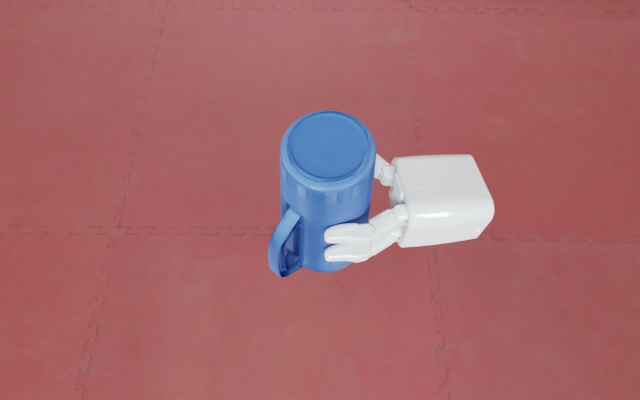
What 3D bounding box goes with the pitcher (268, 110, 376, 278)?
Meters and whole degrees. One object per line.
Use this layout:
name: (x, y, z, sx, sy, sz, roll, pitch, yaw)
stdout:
pitcher: (0.000, 0.002, 0.624, 0.145, 0.149, 0.243, -2, -27, -2)
